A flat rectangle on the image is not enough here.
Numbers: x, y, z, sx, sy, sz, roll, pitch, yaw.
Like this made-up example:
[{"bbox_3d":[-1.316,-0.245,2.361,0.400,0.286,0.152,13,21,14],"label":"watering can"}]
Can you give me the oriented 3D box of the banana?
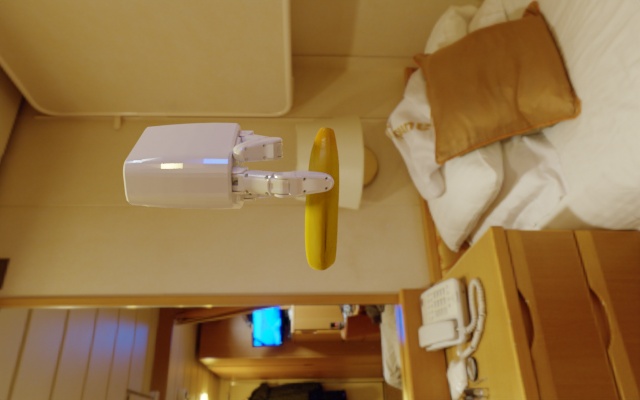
[{"bbox_3d":[0.001,0.016,0.537,0.037,0.198,0.069,-1,41,-2],"label":"banana"}]
